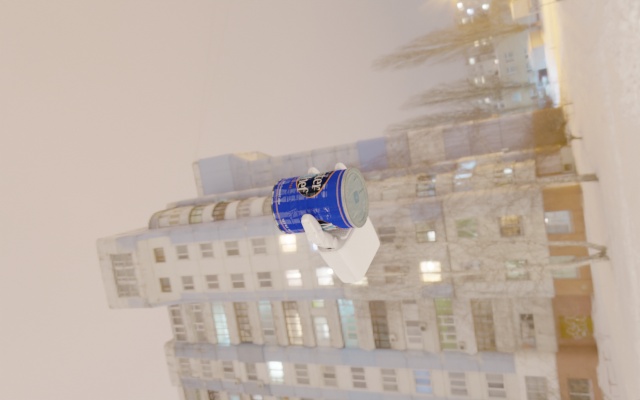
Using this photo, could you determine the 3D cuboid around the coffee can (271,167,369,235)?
[{"bbox_3d":[0.000,0.003,0.828,0.140,0.103,0.103,-7,-3,27],"label":"coffee can"}]
